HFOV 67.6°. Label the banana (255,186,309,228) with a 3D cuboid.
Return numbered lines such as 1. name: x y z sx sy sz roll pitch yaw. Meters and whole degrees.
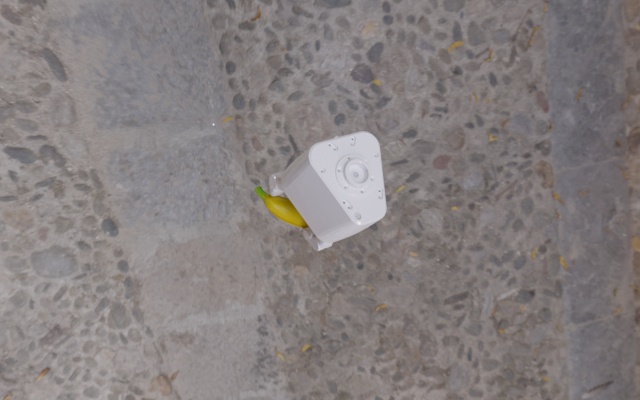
1. banana: -0.001 0.017 0.734 0.198 0.069 0.037 11 -41 -23
